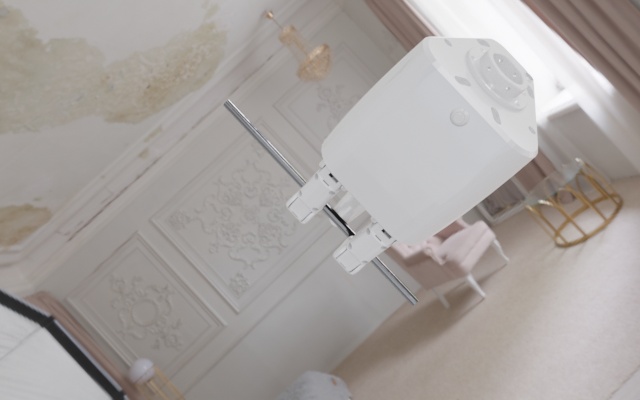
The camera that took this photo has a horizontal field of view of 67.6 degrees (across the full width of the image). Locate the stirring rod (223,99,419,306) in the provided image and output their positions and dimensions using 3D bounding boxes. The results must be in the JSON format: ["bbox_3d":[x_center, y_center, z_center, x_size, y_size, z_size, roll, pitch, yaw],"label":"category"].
[{"bbox_3d":[0.000,0.001,0.418,0.011,0.239,0.011,-43,-1,-1],"label":"stirring rod"}]
